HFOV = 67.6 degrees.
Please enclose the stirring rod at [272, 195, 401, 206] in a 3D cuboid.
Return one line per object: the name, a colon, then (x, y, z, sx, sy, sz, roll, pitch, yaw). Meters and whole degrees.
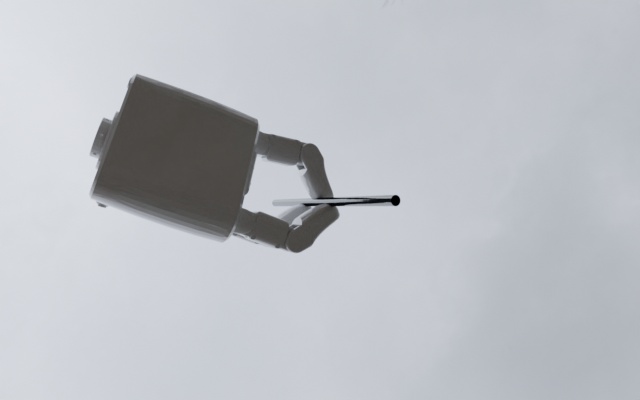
stirring rod: (0.000, 0.001, 0.436, 0.011, 0.011, 0.239, 0, -1, -25)
